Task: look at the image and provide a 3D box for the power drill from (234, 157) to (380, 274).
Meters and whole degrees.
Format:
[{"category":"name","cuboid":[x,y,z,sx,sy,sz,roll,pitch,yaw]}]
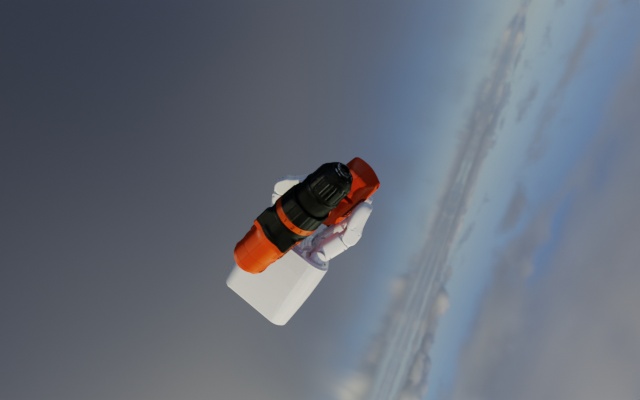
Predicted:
[{"category":"power drill","cuboid":[0.000,0.002,0.573,0.184,0.057,0.187,-40,-7,33]}]
